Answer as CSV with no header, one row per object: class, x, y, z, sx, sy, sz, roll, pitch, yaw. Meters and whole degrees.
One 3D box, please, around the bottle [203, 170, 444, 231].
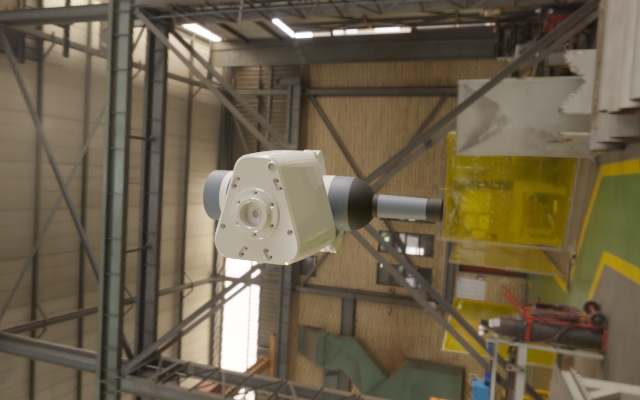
bottle,0.000,0.002,0.592,0.295,0.069,0.069,4,1,18
